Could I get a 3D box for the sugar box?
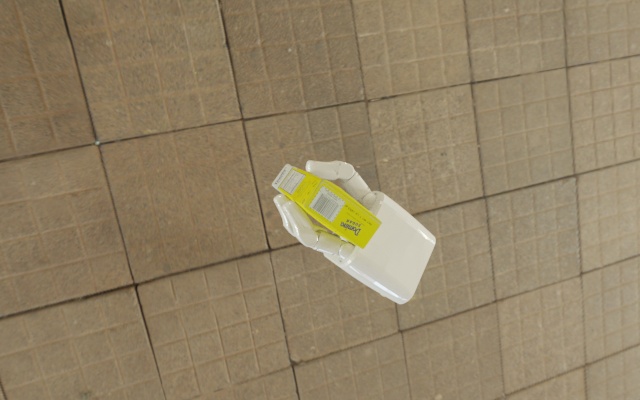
[{"bbox_3d":[0.000,0.003,0.617,0.093,0.048,0.176,37,-5,-19],"label":"sugar box"}]
